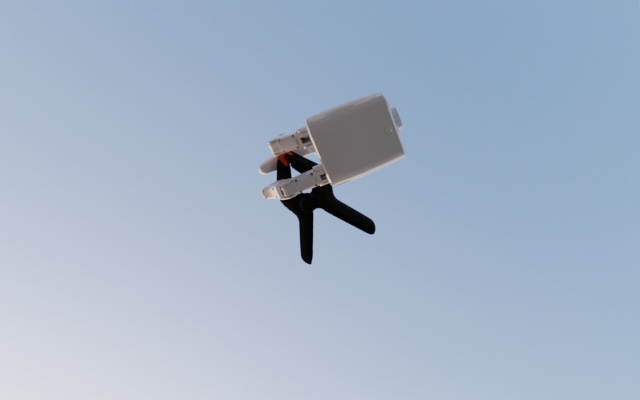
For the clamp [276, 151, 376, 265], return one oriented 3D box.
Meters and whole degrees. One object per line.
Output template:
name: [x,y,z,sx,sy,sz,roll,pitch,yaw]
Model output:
clamp: [0.000,0.002,0.677,0.120,0.171,0.039,-21,18,9]
